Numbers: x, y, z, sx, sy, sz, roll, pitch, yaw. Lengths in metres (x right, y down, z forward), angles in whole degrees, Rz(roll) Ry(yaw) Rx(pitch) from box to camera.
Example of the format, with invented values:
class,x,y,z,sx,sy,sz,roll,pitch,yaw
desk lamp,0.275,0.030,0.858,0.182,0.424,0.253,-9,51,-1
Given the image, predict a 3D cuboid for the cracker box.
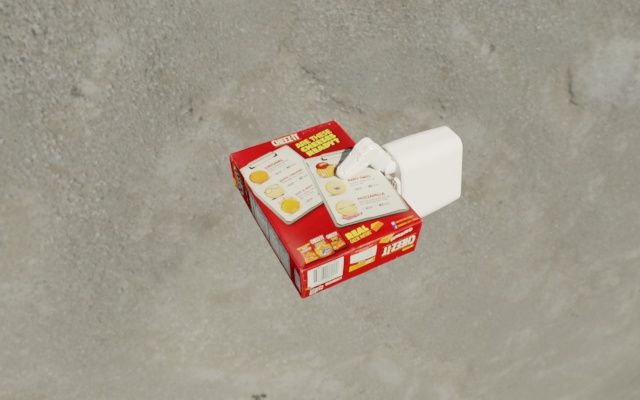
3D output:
class,x,y,z,sx,sy,sz,roll,pitch,yaw
cracker box,0.000,0.002,0.616,0.164,0.072,0.213,-21,51,-20
